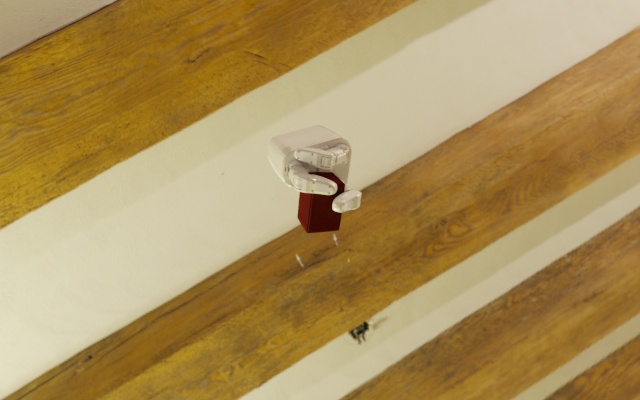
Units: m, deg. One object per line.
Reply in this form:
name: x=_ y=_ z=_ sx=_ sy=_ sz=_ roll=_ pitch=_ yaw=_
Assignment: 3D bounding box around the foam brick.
foam brick: x=0.000 y=0.003 z=0.713 sx=0.053 sy=0.078 sz=0.051 roll=-2 pitch=23 yaw=-22
